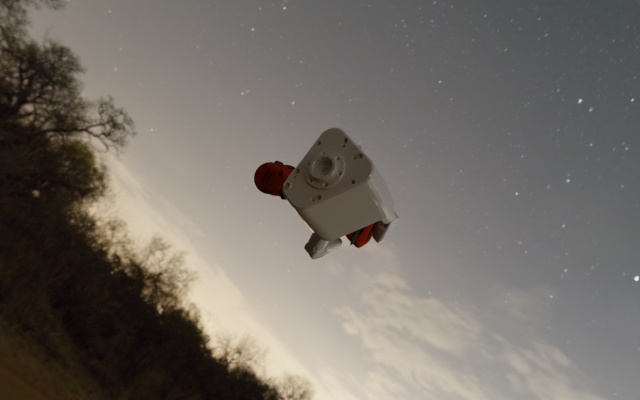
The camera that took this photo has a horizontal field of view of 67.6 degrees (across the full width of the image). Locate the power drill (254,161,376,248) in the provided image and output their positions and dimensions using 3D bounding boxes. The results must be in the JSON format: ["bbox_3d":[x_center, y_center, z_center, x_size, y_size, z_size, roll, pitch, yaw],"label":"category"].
[{"bbox_3d":[0.000,0.003,0.739,0.187,0.057,0.184,28,6,11],"label":"power drill"}]
